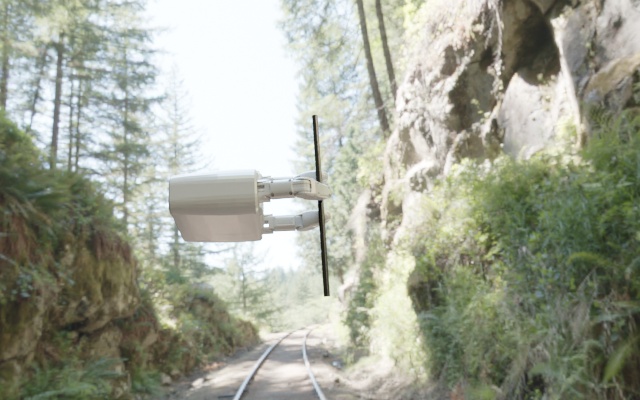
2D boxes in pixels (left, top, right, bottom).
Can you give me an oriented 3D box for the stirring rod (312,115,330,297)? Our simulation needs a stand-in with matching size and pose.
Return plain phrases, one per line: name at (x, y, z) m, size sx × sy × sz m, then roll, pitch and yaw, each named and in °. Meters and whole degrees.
stirring rod at (0.000, 0.002, 0.617) m, size 0.011 × 0.239 × 0.011 m, roll -4°, pitch -14°, yaw -1°
